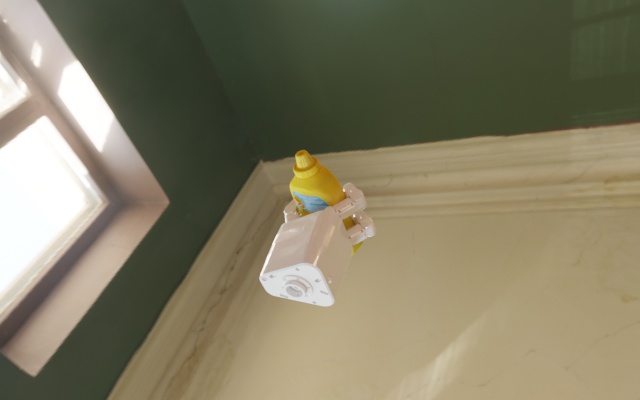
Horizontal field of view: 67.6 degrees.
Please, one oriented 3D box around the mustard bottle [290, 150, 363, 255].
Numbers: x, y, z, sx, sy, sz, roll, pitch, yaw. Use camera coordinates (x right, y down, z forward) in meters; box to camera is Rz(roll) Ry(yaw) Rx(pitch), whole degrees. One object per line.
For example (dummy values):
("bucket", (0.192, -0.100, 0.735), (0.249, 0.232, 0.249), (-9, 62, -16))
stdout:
("mustard bottle", (0.000, 0.002, 0.765), (0.096, 0.192, 0.058), (16, 50, 42))
